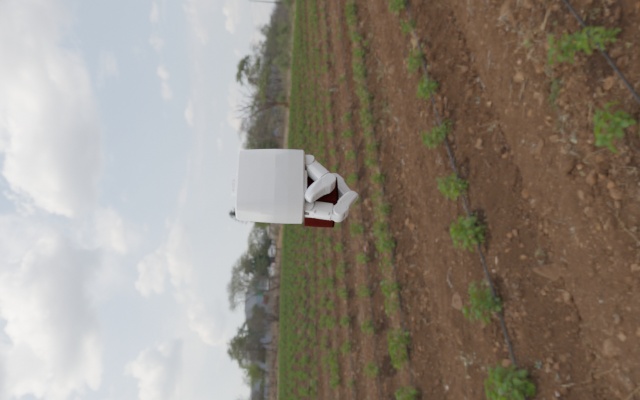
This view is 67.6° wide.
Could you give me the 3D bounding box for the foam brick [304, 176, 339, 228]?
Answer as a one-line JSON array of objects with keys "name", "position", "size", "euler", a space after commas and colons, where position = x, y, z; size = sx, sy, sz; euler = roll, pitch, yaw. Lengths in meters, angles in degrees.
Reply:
[{"name": "foam brick", "position": [0.000, 0.003, 0.797], "size": [0.051, 0.053, 0.078], "euler": [1, -37, -5]}]
